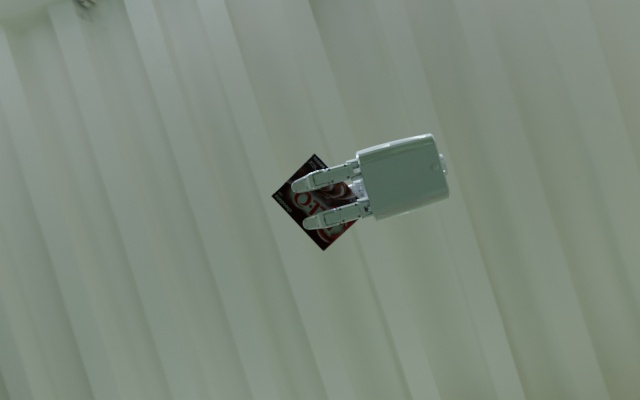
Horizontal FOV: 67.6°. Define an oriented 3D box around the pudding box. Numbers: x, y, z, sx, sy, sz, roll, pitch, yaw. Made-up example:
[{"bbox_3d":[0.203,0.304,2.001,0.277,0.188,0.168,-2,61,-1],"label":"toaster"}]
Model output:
[{"bbox_3d":[0.000,0.002,0.693,0.090,0.113,0.039,-44,-4,7],"label":"pudding box"}]
